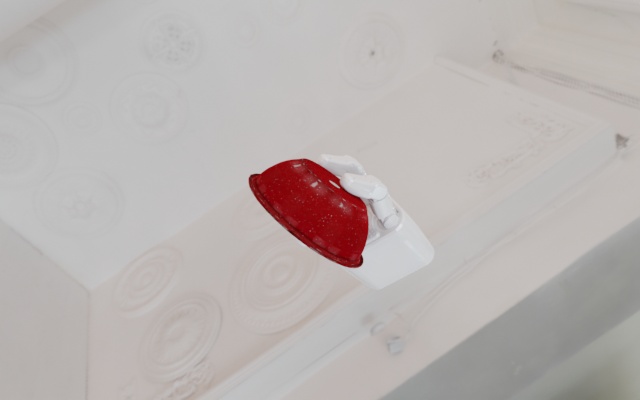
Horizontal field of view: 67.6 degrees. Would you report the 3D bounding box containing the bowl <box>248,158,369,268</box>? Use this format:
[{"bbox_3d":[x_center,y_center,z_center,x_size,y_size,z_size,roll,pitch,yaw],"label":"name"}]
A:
[{"bbox_3d":[0.000,0.001,0.534,0.162,0.055,0.162,36,13,-9],"label":"bowl"}]
